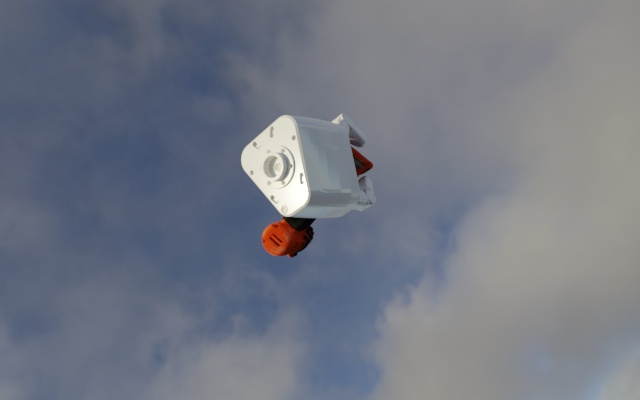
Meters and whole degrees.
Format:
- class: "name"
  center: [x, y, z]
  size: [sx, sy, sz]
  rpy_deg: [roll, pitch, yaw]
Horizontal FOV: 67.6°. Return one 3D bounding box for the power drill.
- class: "power drill"
  center: [0.000, 0.002, 0.710]
  size: [0.057, 0.187, 0.184]
  rpy_deg: [38, 6, 7]
